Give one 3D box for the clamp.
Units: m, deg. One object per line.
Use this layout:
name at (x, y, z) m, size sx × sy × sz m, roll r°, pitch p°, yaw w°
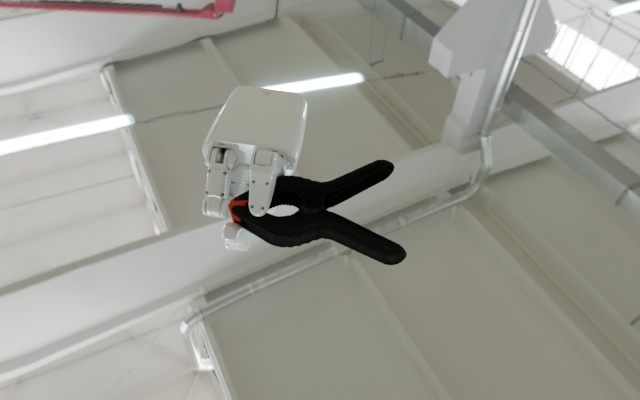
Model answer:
clamp at (0.000, 0.002, 0.471) m, size 0.171 × 0.120 × 0.039 m, roll 8°, pitch -44°, yaw 4°
